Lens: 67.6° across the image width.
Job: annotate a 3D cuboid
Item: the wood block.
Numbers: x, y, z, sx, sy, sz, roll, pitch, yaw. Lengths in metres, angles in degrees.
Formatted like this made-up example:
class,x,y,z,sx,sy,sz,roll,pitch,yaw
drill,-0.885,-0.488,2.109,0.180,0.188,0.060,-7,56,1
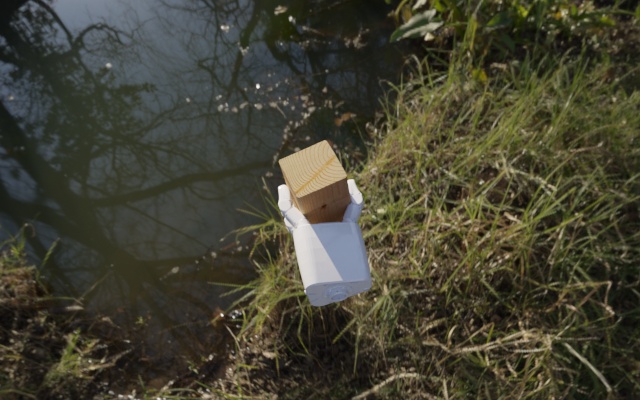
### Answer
class,x,y,z,sx,sy,sz,roll,pitch,yaw
wood block,0.001,0.003,0.863,0.091,0.090,0.206,-24,-33,-7
